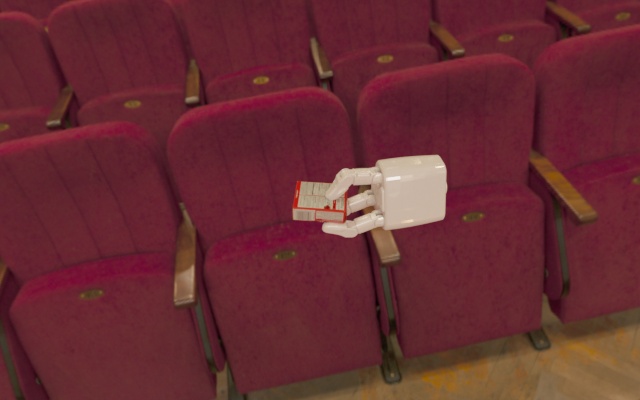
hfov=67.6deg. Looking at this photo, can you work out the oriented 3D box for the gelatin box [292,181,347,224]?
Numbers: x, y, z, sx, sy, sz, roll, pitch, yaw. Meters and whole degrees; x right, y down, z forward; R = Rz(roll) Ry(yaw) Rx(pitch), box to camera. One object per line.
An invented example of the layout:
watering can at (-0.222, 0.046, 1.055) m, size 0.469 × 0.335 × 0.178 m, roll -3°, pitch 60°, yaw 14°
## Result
gelatin box at (0.000, 0.002, 0.803) m, size 0.089 × 0.030 × 0.073 m, roll 4°, pitch 40°, yaw 1°
